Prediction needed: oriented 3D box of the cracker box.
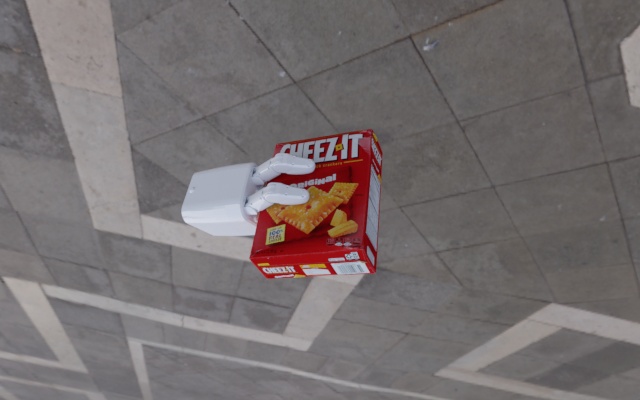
[{"bbox_3d":[0.000,0.003,0.696,0.164,0.213,0.072,-6,-37,19],"label":"cracker box"}]
